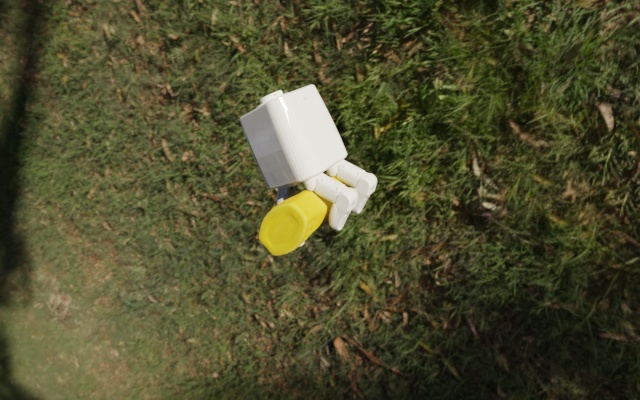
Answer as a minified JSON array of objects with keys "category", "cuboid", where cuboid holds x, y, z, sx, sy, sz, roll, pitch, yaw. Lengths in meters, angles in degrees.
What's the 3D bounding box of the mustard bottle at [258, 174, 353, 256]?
[{"category":"mustard bottle","cuboid":[0.000,0.003,0.666,0.191,0.058,0.096,-36,-9,-50]}]
